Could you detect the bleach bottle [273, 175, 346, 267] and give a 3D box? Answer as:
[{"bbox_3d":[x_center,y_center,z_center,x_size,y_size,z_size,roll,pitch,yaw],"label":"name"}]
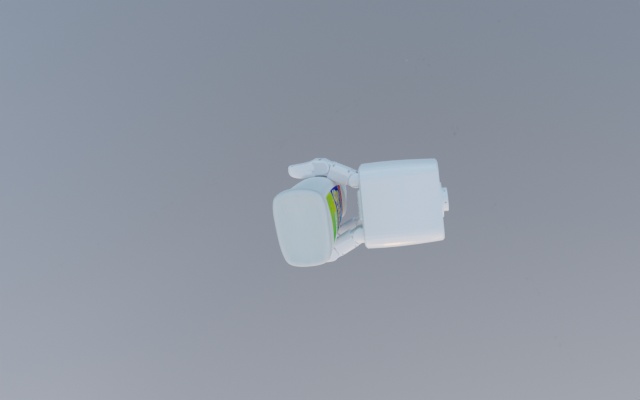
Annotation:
[{"bbox_3d":[0.000,0.002,0.687,0.068,0.102,0.250,-5,15,12],"label":"bleach bottle"}]
